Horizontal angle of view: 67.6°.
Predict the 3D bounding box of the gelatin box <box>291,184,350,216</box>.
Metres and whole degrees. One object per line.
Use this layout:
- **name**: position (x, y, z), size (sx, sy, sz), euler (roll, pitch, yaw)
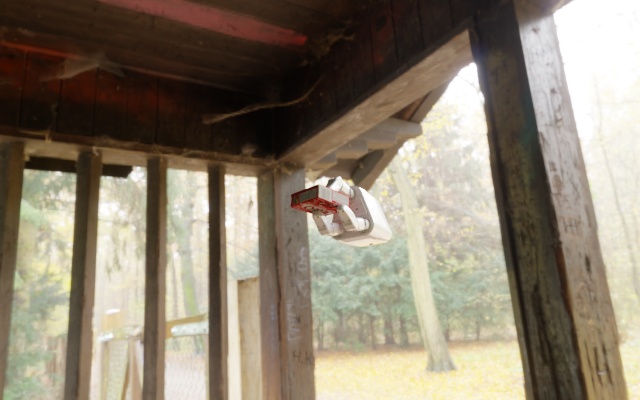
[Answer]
- **gelatin box**: position (0.000, 0.002, 0.899), size (0.073, 0.030, 0.089), euler (-19, -27, 40)
